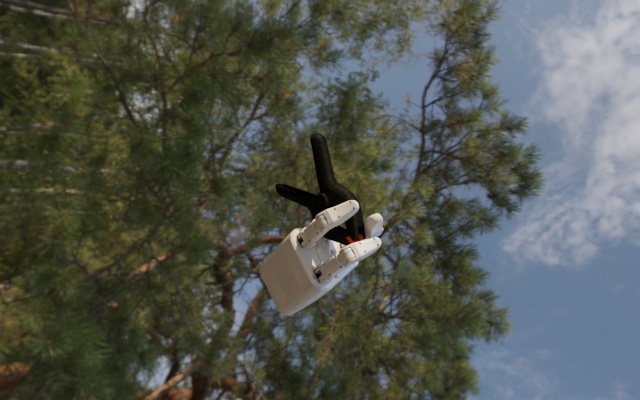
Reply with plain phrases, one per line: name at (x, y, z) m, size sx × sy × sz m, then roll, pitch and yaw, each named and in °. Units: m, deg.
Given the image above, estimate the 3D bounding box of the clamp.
clamp at (0.001, 0.002, 0.693) m, size 0.039 × 0.171 × 0.120 m, roll -9°, pitch -26°, yaw -44°
